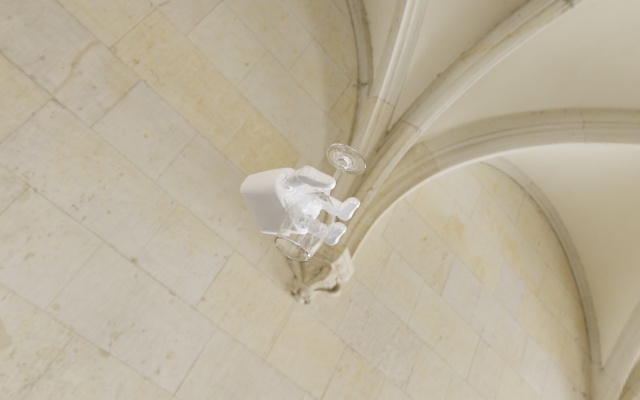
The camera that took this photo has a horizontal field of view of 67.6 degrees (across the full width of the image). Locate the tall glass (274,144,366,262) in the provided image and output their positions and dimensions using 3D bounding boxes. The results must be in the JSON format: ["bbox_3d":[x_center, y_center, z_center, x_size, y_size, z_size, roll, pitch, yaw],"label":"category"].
[{"bbox_3d":[0.000,0.002,0.778,0.079,0.201,0.079,22,-32,14],"label":"tall glass"}]
